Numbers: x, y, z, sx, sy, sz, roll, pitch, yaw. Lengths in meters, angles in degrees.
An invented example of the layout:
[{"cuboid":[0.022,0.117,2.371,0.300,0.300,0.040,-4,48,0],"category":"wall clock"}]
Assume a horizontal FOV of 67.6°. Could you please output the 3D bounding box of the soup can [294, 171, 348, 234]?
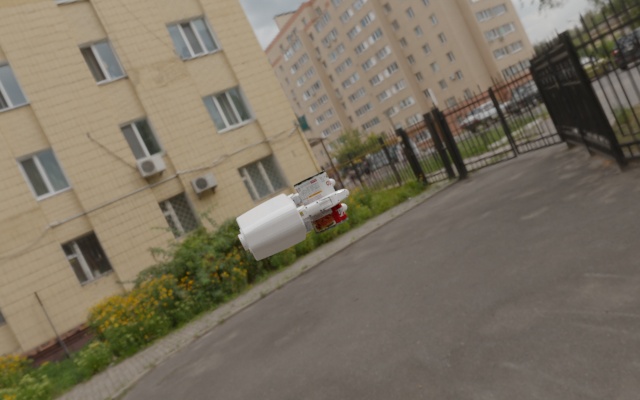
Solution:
[{"cuboid":[0.000,0.002,0.900,0.068,0.102,0.068,-26,2,1],"category":"soup can"}]
